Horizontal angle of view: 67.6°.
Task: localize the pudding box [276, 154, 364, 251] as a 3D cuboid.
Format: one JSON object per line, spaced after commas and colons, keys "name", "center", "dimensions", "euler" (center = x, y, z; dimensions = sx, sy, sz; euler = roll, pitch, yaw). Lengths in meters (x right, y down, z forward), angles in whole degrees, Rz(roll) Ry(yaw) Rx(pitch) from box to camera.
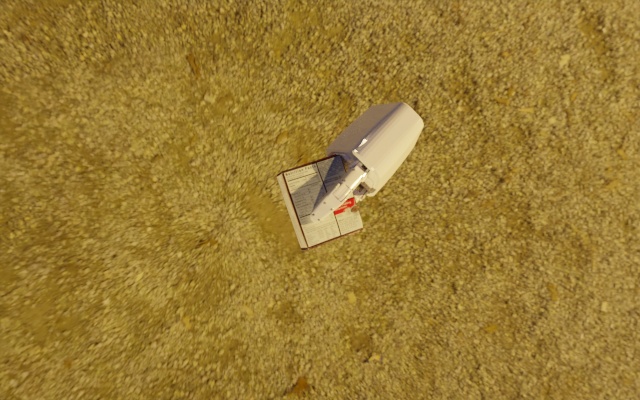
{"name": "pudding box", "center": [0.000, 0.002, 0.657], "dimensions": [0.090, 0.113, 0.039], "euler": [-18, -2, -17]}
